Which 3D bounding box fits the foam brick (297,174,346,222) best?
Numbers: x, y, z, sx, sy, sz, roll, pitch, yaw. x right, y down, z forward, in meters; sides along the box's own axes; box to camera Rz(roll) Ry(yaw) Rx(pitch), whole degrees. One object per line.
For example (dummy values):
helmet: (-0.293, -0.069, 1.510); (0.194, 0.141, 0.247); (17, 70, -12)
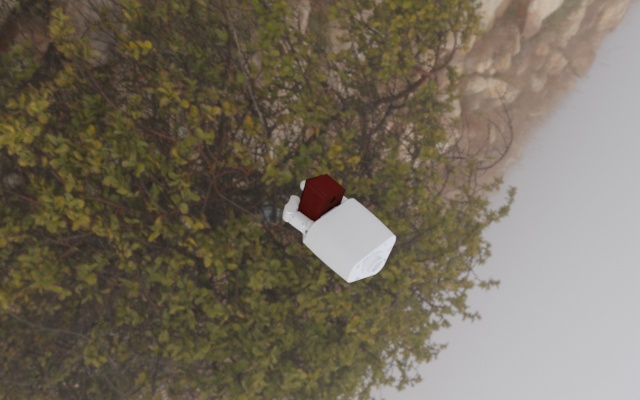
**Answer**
foam brick: (0.000, 0.002, 0.824); (0.053, 0.078, 0.051); (-22, 51, -40)
